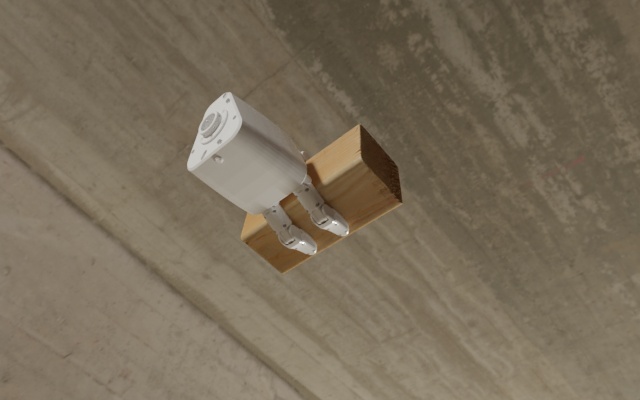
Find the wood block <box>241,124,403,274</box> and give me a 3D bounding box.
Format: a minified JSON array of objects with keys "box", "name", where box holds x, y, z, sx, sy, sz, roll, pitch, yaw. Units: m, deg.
[{"box":[0.000,0.002,0.655,0.206,0.090,0.090,-33,29,25],"name":"wood block"}]
